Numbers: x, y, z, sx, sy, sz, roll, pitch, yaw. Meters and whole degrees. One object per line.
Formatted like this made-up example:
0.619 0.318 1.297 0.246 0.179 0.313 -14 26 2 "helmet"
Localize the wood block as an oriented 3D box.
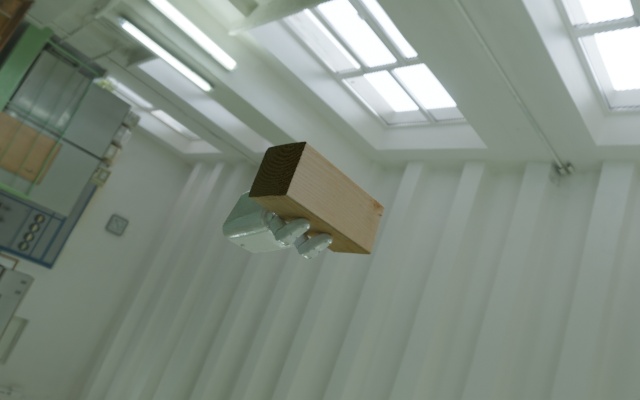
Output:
0.000 0.002 0.759 0.090 0.090 0.206 -2 -29 44 "wood block"
